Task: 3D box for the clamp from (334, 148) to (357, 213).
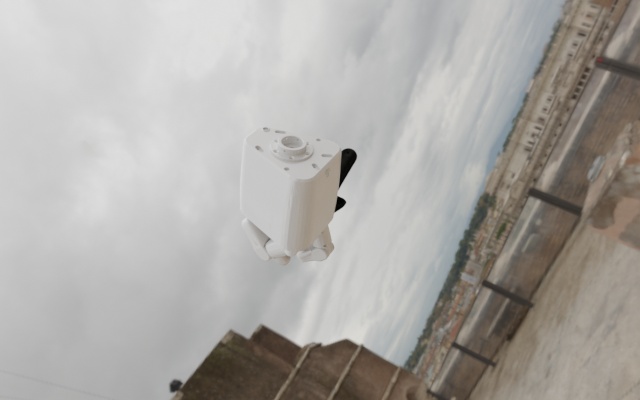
[{"bbox_3d":[-0.001,0.002,0.670,0.039,0.120,0.171,23,42,18],"label":"clamp"}]
